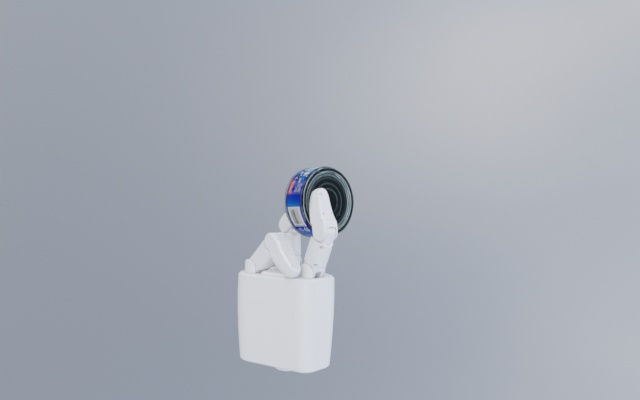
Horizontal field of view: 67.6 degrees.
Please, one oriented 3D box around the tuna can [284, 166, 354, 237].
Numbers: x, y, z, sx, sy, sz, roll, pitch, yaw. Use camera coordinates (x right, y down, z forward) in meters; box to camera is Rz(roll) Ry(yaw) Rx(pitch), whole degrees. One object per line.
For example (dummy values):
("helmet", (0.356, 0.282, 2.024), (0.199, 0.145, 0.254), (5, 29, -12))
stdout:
("tuna can", (0.000, 0.002, 0.577), (0.086, 0.086, 0.034), (0, -2, -42))
